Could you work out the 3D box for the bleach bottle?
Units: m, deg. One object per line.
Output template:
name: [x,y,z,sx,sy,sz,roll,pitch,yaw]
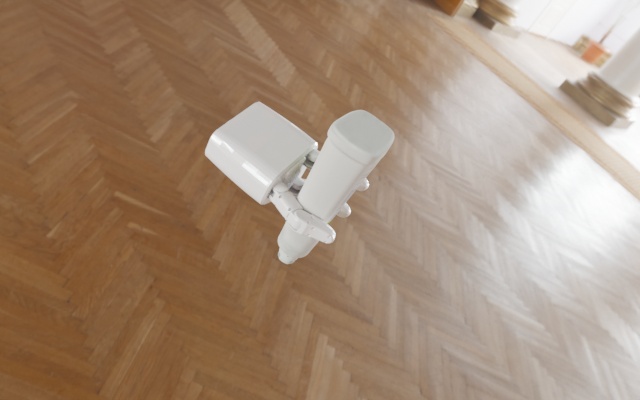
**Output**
bleach bottle: [0.000,0.002,0.635,0.068,0.251,0.102,38,36,7]
